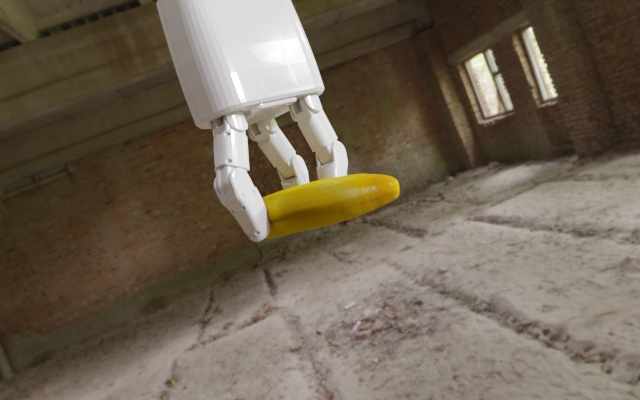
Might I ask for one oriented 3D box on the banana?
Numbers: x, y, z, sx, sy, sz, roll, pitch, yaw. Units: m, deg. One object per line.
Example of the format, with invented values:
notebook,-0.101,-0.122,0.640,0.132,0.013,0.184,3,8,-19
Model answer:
banana,-0.017,0.007,0.399,0.069,0.037,0.198,-17,0,-29
